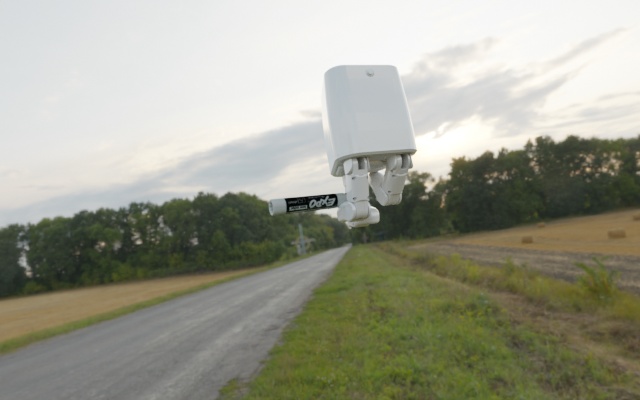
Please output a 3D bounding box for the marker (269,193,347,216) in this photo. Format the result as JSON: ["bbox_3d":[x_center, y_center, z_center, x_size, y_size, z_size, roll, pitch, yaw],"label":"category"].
[{"bbox_3d":[0.000,0.002,0.558,0.121,0.020,0.020,-6,2,-22],"label":"marker"}]
